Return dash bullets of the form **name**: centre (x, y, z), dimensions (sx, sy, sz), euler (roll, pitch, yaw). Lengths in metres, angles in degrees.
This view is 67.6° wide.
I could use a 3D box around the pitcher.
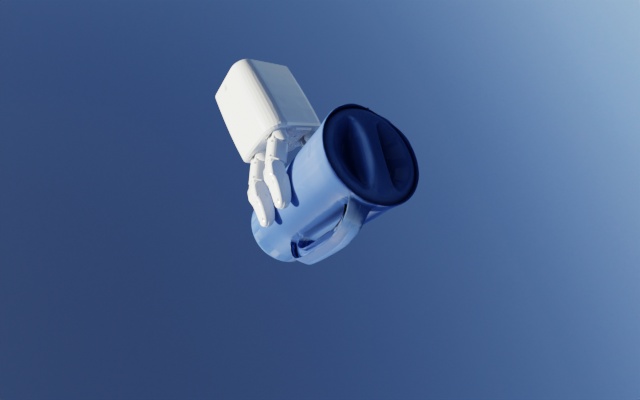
- **pitcher**: centre (0.000, 0.002, 0.620), dimensions (0.149, 0.145, 0.243), euler (-20, -13, -39)
